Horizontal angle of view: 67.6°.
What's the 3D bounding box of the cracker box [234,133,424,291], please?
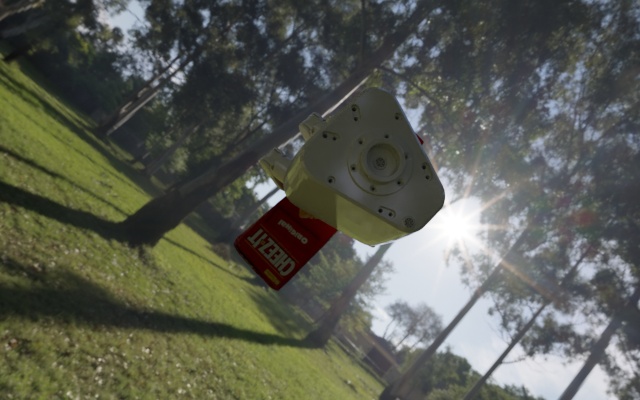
[{"bbox_3d":[0.000,0.002,0.545,0.213,0.072,0.164,-44,-1,-12],"label":"cracker box"}]
